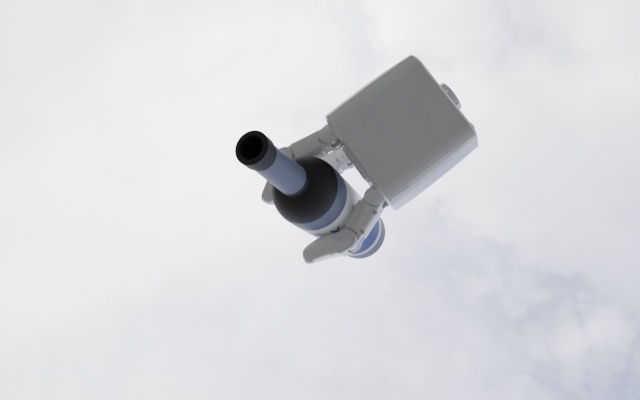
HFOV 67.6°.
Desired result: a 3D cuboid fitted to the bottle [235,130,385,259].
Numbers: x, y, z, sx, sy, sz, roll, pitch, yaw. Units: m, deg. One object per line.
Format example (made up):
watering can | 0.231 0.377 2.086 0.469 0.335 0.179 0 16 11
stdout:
bottle | 0.000 0.002 0.478 0.069 0.069 0.296 0 -16 21
